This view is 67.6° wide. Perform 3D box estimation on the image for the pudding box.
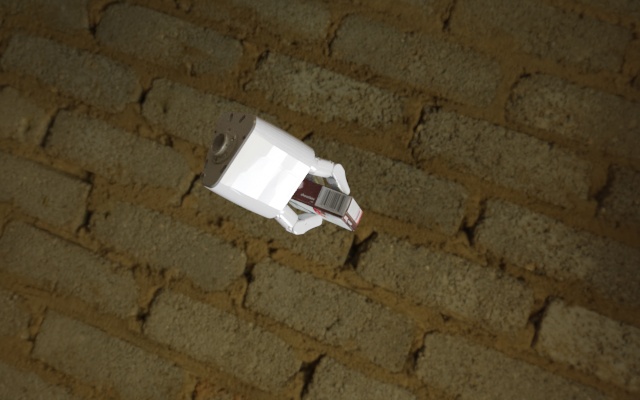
[{"bbox_3d":[0.000,0.002,0.716,0.113,0.039,0.090,23,-7,20],"label":"pudding box"}]
